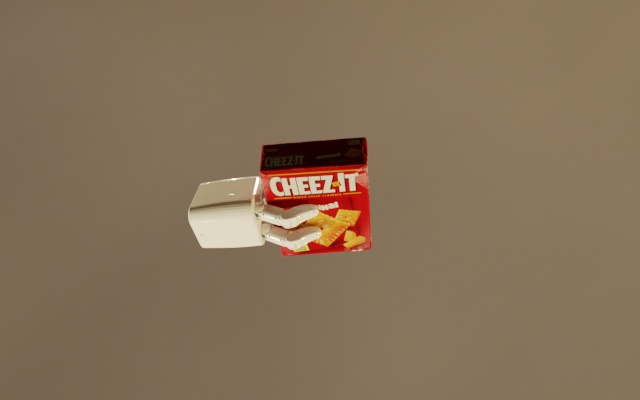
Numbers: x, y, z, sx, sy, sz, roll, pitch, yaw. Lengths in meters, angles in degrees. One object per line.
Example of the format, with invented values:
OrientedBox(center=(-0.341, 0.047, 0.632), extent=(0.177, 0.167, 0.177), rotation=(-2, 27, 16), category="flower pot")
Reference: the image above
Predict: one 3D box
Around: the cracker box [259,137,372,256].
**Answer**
OrientedBox(center=(0.000, 0.003, 0.792), extent=(0.164, 0.072, 0.214), rotation=(-4, -42, 5), category="cracker box")
